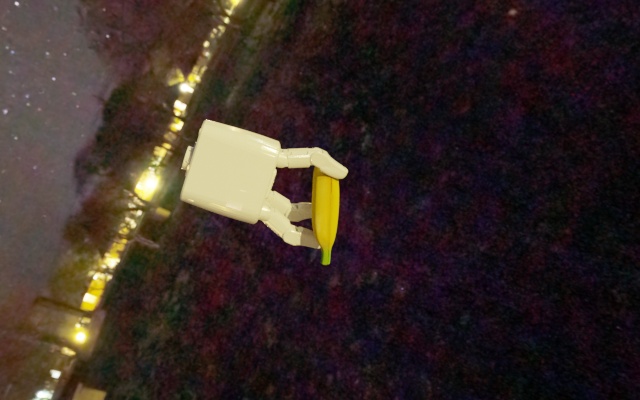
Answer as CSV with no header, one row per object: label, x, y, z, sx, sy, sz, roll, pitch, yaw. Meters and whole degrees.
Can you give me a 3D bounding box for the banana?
banana,0.004,-0.008,0.684,0.037,0.197,0.070,10,-43,-8
